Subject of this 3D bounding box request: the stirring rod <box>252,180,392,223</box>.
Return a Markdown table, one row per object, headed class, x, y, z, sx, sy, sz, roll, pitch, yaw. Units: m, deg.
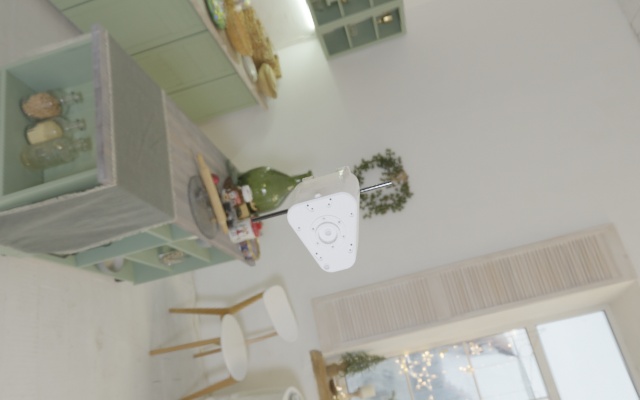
| class | x | y | z | sx | sy | sz | roll | pitch | yaw |
| --- | --- | --- | --- | --- | --- | --- | --- | --- | --- |
| stirring rod | 0.000 | 0.003 | 0.790 | 0.239 | 0.011 | 0.011 | -15 | -2 | 8 |
